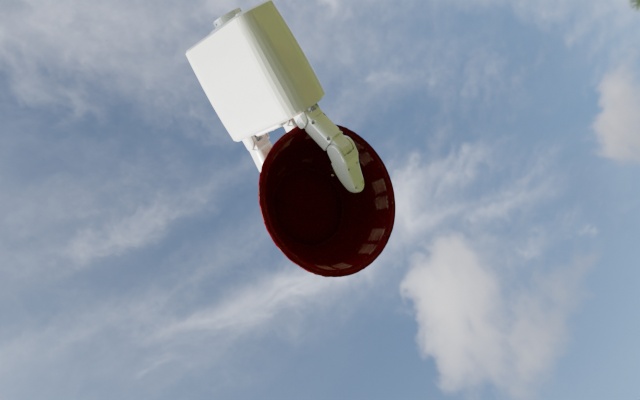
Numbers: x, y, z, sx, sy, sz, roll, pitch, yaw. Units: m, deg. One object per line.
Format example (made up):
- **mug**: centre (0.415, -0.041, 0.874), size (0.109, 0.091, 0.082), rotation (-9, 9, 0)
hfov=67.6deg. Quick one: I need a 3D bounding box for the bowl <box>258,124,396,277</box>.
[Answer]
- **bowl**: centre (0.000, 0.003, 0.510), size (0.162, 0.162, 0.055), rotation (0, -11, -29)
